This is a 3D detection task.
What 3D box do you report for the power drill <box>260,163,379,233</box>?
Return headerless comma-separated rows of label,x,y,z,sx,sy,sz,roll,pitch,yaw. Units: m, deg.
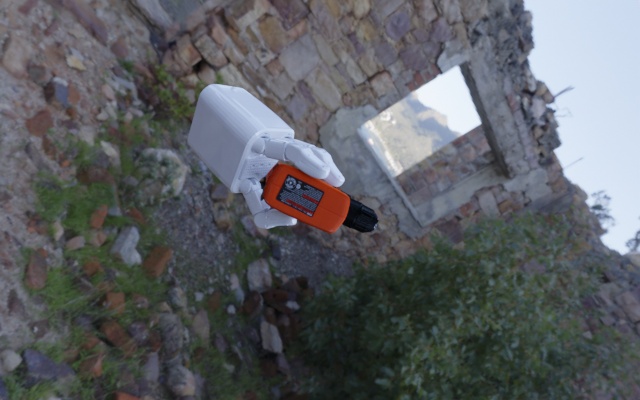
power drill,0.000,0.002,0.663,0.184,0.057,0.187,24,2,1
